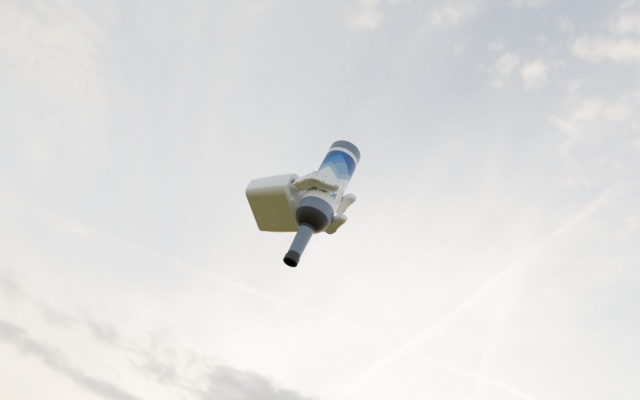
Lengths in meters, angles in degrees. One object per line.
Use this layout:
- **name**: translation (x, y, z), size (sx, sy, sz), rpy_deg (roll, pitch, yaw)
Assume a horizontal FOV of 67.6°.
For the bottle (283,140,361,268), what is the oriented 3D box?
- **bottle**: translation (0.000, 0.003, 0.894), size (0.069, 0.069, 0.295), rpy_deg (0, 44, 29)
